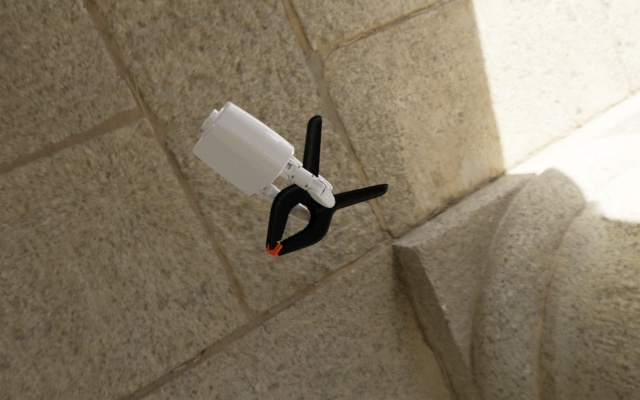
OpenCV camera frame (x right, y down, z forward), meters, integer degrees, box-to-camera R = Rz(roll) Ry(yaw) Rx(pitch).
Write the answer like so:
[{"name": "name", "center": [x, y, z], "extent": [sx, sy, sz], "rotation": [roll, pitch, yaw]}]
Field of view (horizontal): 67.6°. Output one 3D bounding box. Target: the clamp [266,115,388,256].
[{"name": "clamp", "center": [0.000, 0.003, 0.708], "extent": [0.164, 0.210, 0.036], "rotation": [36, -13, -17]}]
